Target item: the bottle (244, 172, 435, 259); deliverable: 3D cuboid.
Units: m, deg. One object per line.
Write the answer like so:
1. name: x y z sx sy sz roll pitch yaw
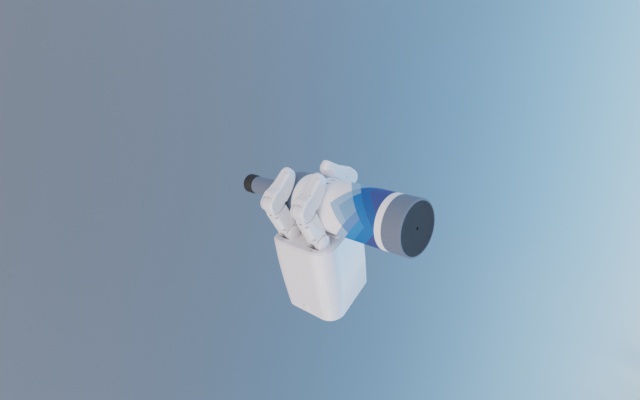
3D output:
1. bottle: 0.000 0.002 0.606 0.295 0.069 0.069 15 10 43
